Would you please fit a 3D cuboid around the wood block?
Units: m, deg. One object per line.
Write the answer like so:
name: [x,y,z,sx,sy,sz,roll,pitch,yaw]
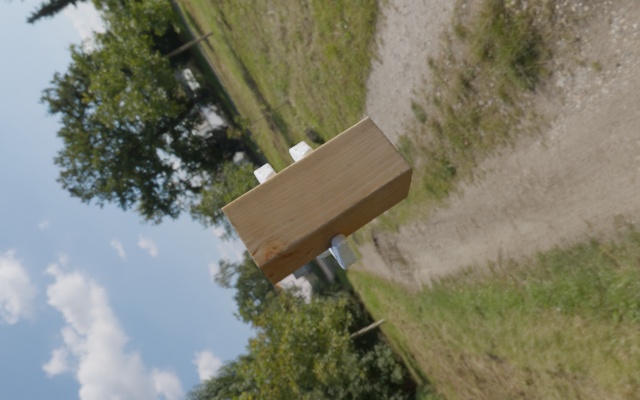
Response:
wood block: [0.000,0.002,0.582,0.206,0.090,0.090,-33,-21,-8]
